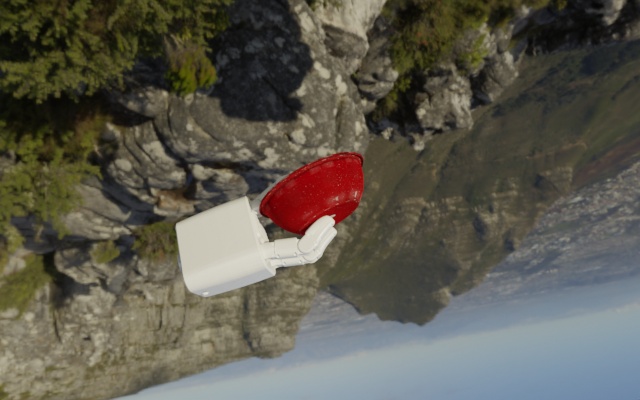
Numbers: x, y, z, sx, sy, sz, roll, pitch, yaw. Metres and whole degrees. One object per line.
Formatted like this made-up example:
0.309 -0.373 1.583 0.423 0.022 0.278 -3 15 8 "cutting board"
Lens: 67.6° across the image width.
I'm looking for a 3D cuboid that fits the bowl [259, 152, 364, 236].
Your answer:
0.001 0.002 0.652 0.162 0.055 0.162 -26 -18 -9 "bowl"
